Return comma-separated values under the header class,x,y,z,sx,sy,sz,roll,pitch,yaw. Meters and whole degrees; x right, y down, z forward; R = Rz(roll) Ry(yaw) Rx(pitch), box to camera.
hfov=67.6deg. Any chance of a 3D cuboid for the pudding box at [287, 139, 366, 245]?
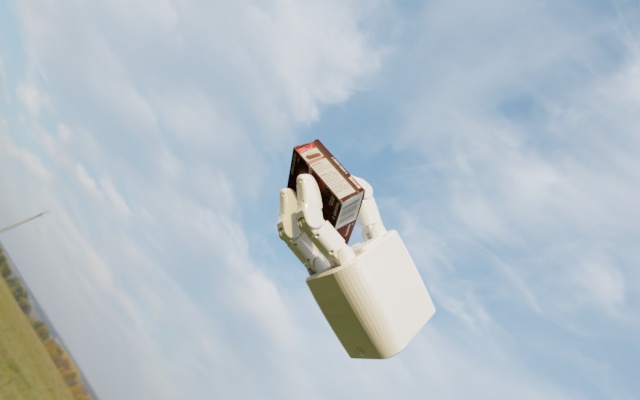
class,x,y,z,sx,sy,sz,roll,pitch,yaw
pudding box,0.000,0.002,0.541,0.039,0.090,0.114,-24,-31,-31
